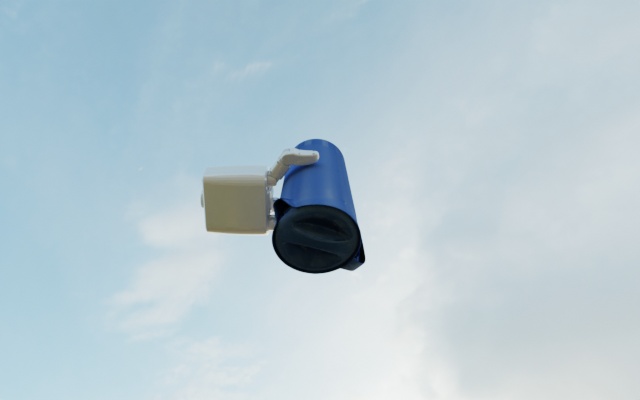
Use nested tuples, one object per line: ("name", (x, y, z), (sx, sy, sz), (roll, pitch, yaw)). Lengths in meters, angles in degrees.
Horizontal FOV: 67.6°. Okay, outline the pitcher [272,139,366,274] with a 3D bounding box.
("pitcher", (0.000, 0.003, 0.803), (0.145, 0.149, 0.242), (-1, 34, 0))
